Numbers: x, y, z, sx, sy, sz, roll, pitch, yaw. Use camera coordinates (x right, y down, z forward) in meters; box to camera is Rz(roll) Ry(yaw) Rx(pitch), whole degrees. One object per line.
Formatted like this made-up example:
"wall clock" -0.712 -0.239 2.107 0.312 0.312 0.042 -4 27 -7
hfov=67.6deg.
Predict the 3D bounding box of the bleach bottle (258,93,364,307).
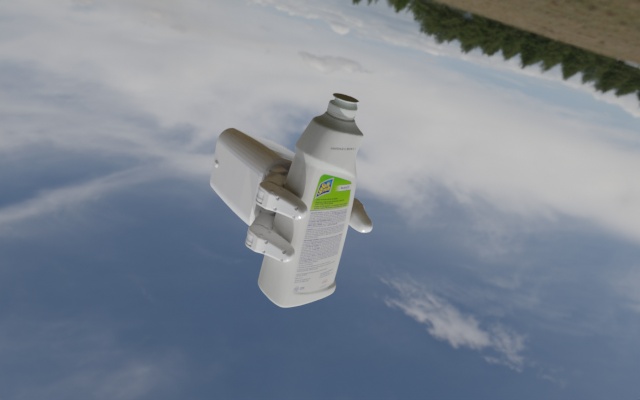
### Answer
"bleach bottle" 0.000 0.002 0.552 0.102 0.251 0.068 -9 35 -43
